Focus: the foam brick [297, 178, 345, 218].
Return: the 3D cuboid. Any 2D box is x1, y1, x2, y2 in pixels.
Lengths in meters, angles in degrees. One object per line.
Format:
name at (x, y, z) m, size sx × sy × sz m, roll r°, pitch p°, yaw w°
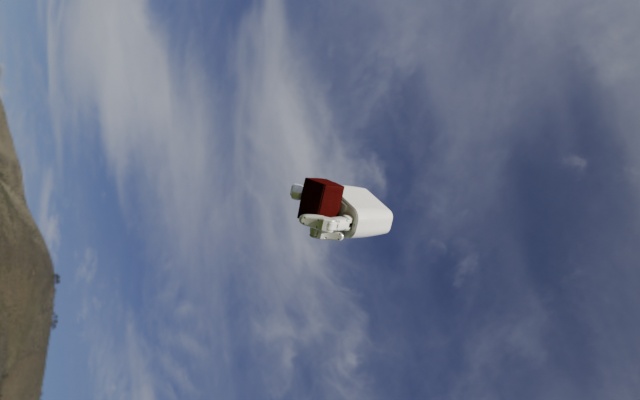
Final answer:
foam brick at (0.000, 0.003, 0.841) m, size 0.051 × 0.078 × 0.053 m, roll 0°, pitch 18°, yaw -44°
